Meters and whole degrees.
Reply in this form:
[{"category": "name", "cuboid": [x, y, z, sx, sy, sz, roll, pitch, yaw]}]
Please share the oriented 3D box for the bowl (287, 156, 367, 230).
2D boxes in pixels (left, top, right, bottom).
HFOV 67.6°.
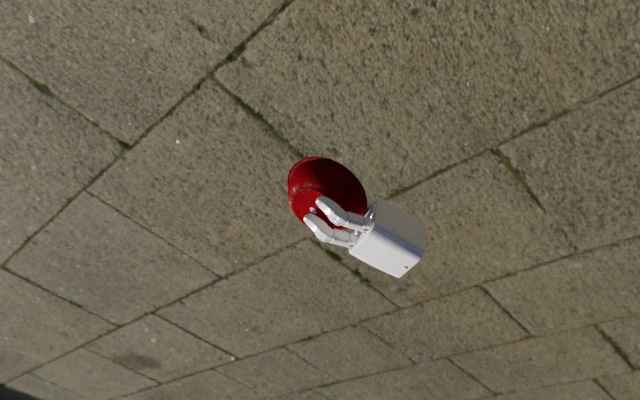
[{"category": "bowl", "cuboid": [-0.001, 0.003, 0.863, 0.162, 0.162, 0.055, 0, 35, 31]}]
